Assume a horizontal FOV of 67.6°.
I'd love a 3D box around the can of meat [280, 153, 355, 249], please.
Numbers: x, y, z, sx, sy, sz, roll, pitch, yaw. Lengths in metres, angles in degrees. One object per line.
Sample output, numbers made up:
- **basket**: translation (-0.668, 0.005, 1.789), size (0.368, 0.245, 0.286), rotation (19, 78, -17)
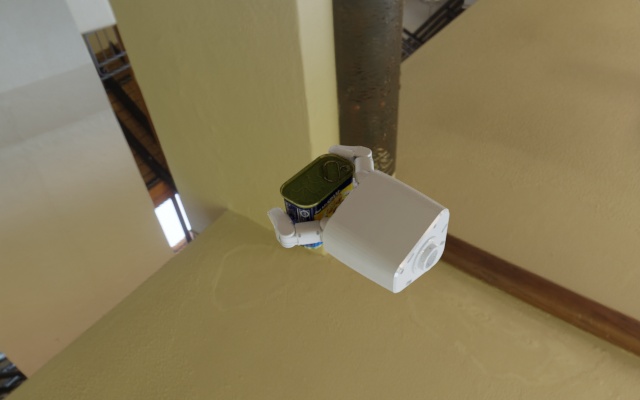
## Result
- **can of meat**: translation (0.000, 0.002, 0.623), size (0.057, 0.084, 0.102), rotation (28, 53, 31)
